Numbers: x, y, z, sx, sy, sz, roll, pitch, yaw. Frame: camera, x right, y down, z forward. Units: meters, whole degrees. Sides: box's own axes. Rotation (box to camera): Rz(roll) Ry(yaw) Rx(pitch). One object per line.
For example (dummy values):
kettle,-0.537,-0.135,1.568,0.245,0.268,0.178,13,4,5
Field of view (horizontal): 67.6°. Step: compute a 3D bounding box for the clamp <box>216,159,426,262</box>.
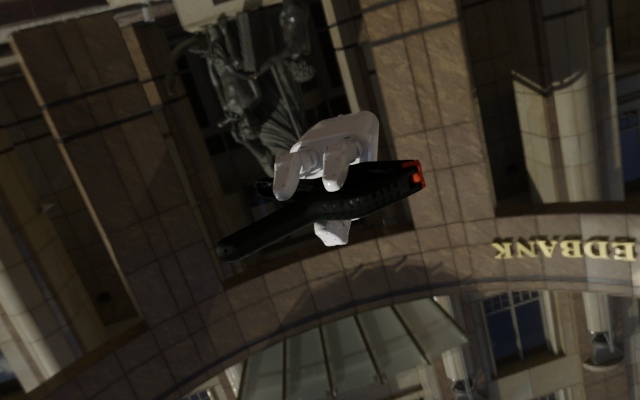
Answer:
clamp,0.001,0.002,0.492,0.210,0.036,0.164,-10,25,20
